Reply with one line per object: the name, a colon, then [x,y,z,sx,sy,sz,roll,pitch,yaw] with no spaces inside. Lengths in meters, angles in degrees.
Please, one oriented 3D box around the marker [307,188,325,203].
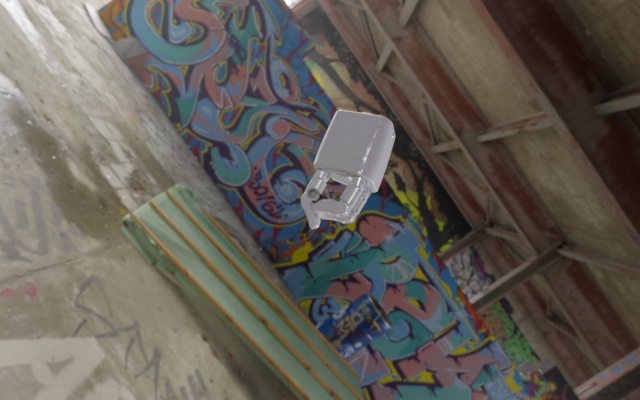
marker: [0.000,0.003,0.799,0.020,0.020,0.121,0,-14,13]
